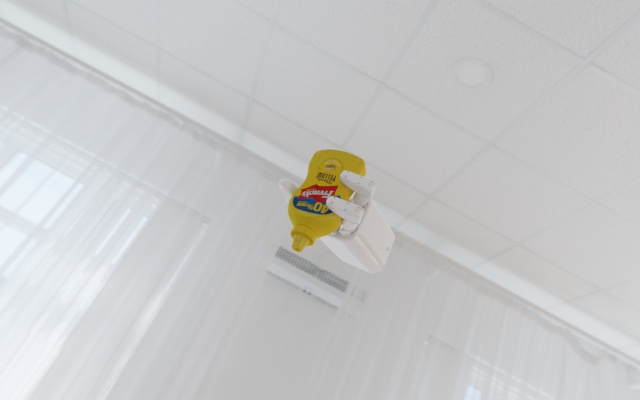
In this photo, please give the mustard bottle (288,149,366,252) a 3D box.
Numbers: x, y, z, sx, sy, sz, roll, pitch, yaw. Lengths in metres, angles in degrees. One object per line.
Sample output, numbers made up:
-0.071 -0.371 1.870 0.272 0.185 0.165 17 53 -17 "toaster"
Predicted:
0.000 0.002 0.784 0.096 0.191 0.058 14 -33 20 "mustard bottle"
